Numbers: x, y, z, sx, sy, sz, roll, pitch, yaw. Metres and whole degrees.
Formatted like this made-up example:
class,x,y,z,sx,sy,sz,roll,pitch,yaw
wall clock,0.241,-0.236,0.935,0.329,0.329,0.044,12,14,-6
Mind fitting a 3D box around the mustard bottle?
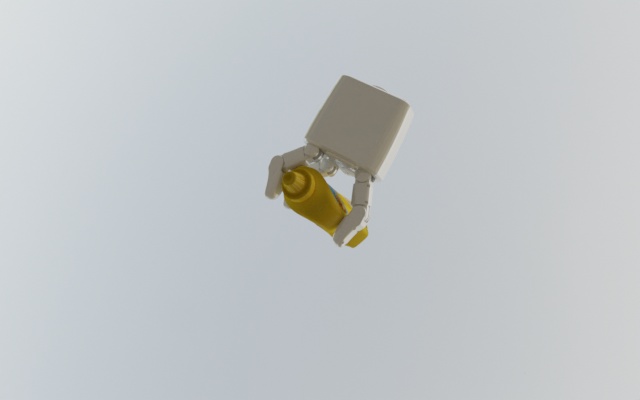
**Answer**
class,x,y,z,sx,sy,sz,roll,pitch,yaw
mustard bottle,0.000,0.002,0.641,0.058,0.096,0.192,-41,-29,6
